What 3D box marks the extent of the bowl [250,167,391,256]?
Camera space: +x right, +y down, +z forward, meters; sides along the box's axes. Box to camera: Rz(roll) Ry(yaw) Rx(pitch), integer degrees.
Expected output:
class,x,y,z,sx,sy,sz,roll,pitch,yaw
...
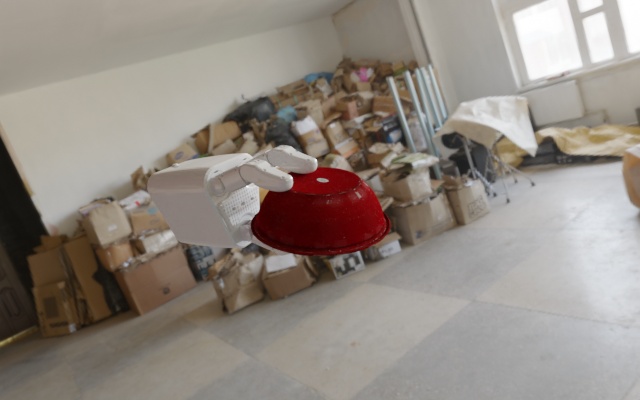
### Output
class,x,y,z,sx,sy,sz,roll,pitch,yaw
bowl,0.001,0.001,0.544,0.162,0.055,0.162,0,22,0
